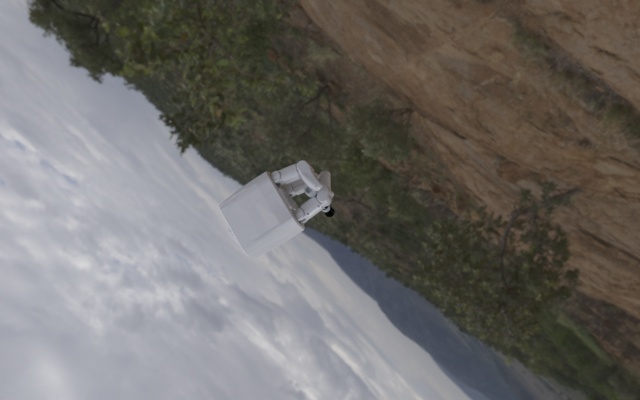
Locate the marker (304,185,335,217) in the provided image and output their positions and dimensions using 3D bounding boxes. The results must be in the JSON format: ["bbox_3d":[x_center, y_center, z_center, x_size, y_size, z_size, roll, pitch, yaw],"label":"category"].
[{"bbox_3d":[0.000,0.003,0.842,0.020,0.020,0.121,0,-21,20],"label":"marker"}]
